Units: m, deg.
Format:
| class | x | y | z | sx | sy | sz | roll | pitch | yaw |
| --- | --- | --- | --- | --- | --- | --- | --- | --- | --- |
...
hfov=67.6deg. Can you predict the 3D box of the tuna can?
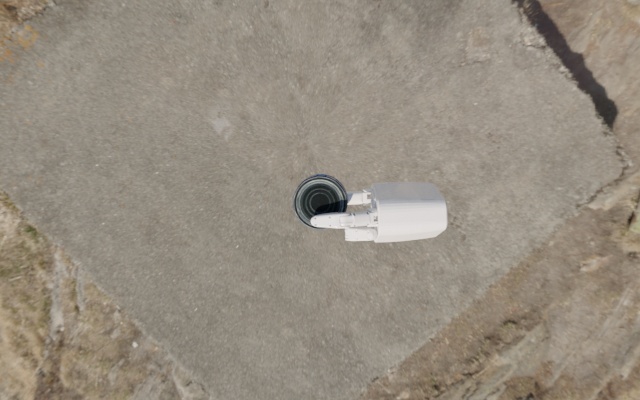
| class | x | y | z | sx | sy | sz | roll | pitch | yaw |
| --- | --- | --- | --- | --- | --- | --- | --- | --- | --- |
| tuna can | 0.000 | 0.003 | 0.747 | 0.086 | 0.086 | 0.033 | 0 | 7 | 3 |
